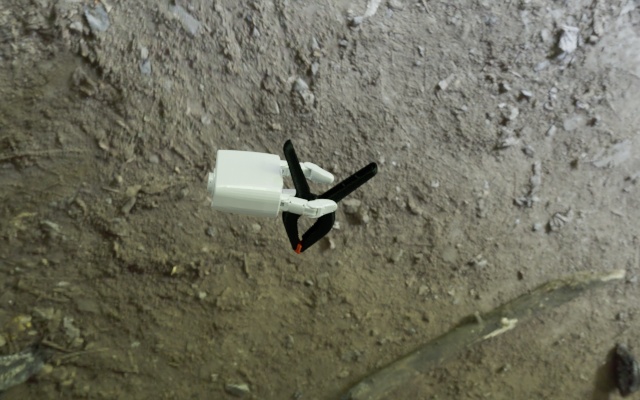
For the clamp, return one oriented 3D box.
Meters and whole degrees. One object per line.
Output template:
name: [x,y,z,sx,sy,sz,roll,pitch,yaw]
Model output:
clamp: [0.000,0.004,0.826,0.164,0.210,0.036,8,29,-12]
